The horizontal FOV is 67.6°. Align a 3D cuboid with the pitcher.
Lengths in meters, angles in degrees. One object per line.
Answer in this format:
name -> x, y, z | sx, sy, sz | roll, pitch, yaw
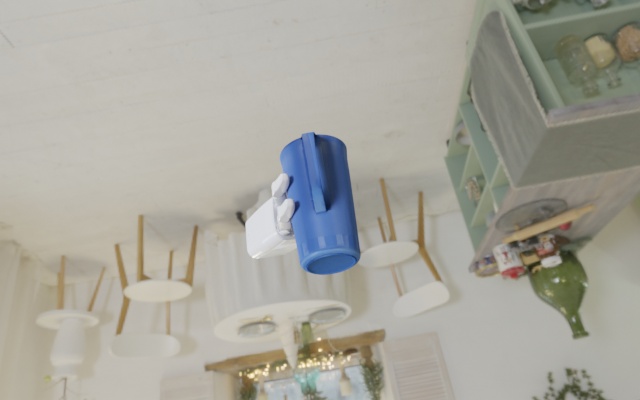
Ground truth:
pitcher -> 0.000, 0.003, 0.879 | 0.149, 0.242, 0.145 | 16, -38, -38
